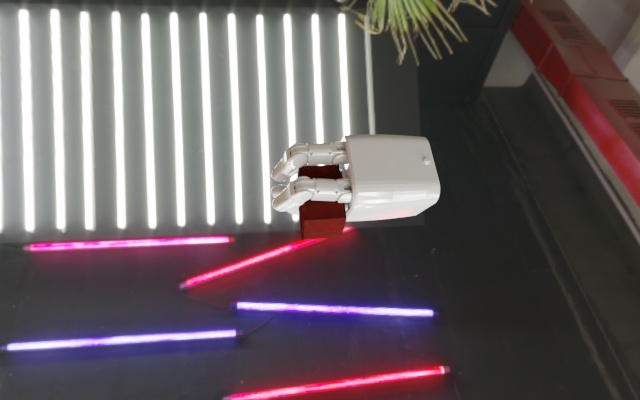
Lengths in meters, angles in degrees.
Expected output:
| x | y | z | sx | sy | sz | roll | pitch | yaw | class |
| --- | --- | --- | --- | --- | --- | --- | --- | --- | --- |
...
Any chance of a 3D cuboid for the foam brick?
| x | y | z | sx | sy | sz | roll | pitch | yaw | class |
| --- | --- | --- | --- | --- | --- | --- | --- | --- | --- |
| 0.000 | 0.002 | 0.584 | 0.051 | 0.078 | 0.053 | -2 | -30 | -8 | foam brick |
